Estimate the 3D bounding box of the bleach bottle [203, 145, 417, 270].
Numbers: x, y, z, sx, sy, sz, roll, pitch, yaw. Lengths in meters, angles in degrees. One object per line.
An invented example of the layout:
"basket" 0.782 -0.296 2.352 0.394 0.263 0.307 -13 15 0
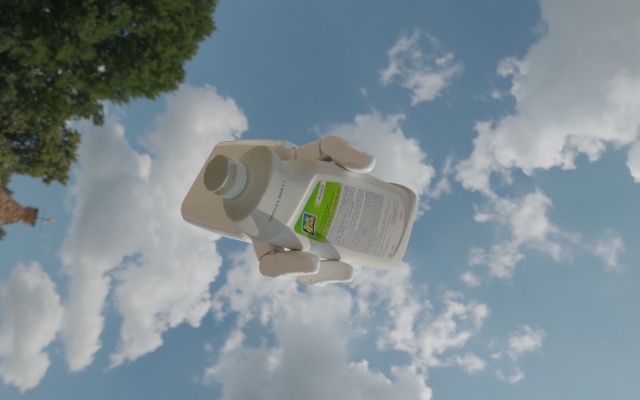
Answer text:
"bleach bottle" 0.000 0.002 0.454 0.068 0.102 0.251 9 -8 40
